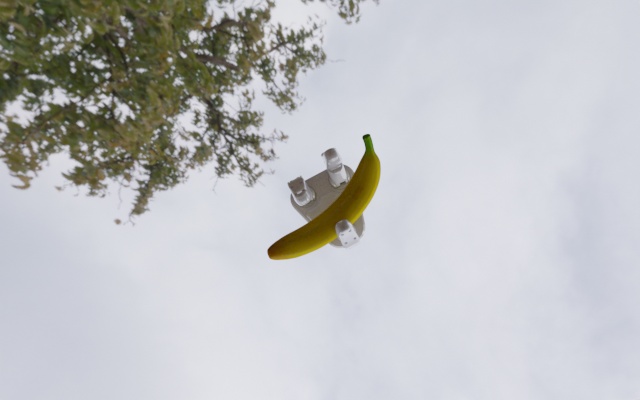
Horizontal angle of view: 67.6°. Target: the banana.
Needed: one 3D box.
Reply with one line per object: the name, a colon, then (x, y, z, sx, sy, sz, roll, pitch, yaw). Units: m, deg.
banana: (0.016, 0.010, 0.606, 0.070, 0.198, 0.037, 38, 3, -18)
